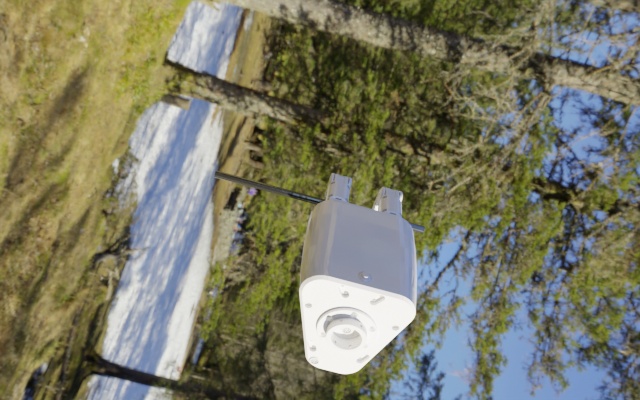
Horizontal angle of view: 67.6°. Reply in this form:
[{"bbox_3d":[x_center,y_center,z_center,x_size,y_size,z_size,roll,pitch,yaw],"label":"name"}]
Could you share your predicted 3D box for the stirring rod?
[{"bbox_3d":[0.000,0.002,0.532,0.239,0.011,0.011,15,-1,-3],"label":"stirring rod"}]
